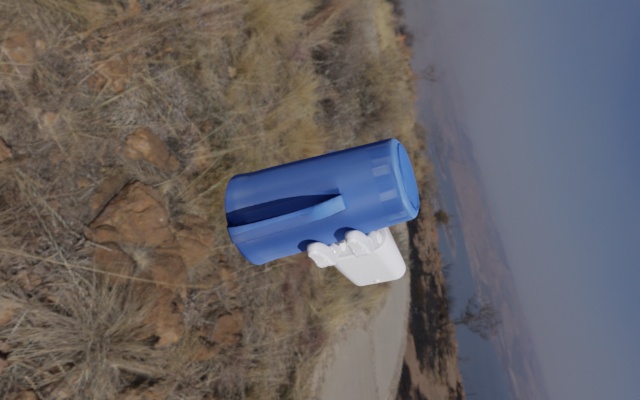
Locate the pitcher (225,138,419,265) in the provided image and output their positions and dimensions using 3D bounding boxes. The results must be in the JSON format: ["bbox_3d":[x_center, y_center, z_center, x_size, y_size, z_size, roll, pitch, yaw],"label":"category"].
[{"bbox_3d":[0.000,0.002,0.639,0.243,0.149,0.145,-15,-38,20],"label":"pitcher"}]
